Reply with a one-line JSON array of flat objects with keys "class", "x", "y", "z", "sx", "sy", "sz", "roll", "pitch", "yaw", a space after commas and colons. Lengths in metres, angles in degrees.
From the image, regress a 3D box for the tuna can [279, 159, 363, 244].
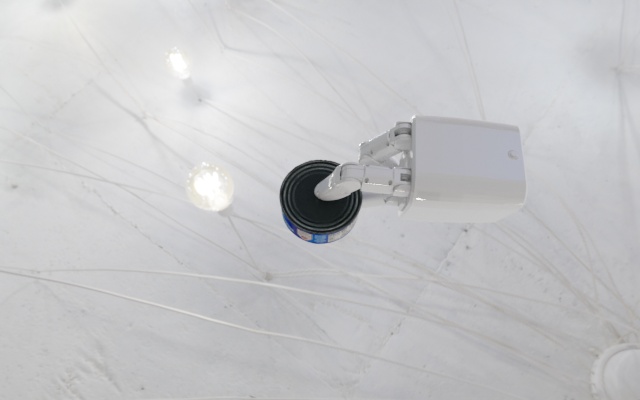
[{"class": "tuna can", "x": 0.000, "y": 0.002, "z": 0.505, "sx": 0.086, "sy": 0.086, "sz": 0.034, "roll": 0, "pitch": -25, "yaw": -2}]
